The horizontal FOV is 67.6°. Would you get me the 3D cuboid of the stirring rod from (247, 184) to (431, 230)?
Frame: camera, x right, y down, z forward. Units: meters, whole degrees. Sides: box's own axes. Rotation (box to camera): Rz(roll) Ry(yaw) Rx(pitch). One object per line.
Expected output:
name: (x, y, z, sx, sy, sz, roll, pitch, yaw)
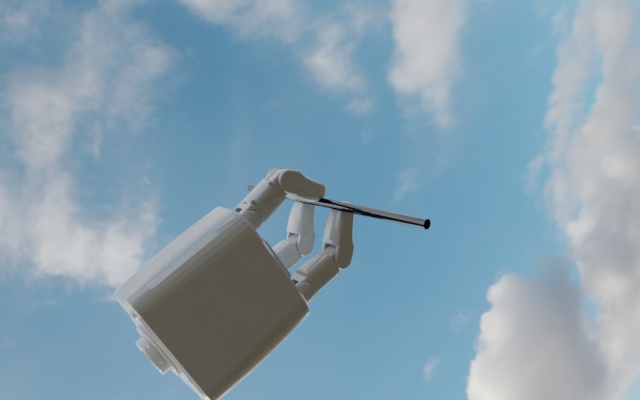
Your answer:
stirring rod: (0.000, 0.001, 0.438, 0.011, 0.011, 0.239, 0, 8, -41)
